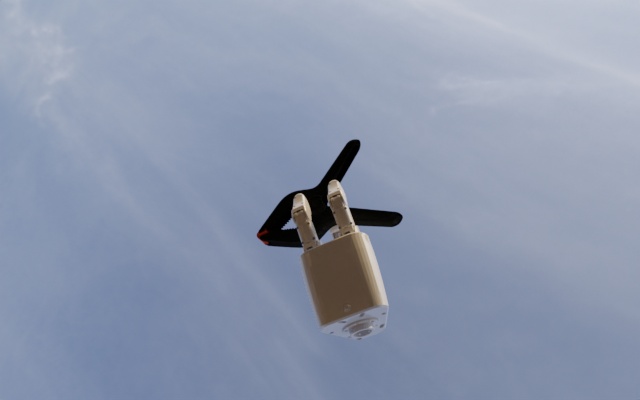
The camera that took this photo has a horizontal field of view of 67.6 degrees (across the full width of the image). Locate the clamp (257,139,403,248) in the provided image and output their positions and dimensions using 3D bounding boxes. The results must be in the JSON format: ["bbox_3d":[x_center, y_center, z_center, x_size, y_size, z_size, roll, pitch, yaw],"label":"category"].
[{"bbox_3d":[0.000,0.003,0.714,0.210,0.164,0.036,-22,-36,9],"label":"clamp"}]
